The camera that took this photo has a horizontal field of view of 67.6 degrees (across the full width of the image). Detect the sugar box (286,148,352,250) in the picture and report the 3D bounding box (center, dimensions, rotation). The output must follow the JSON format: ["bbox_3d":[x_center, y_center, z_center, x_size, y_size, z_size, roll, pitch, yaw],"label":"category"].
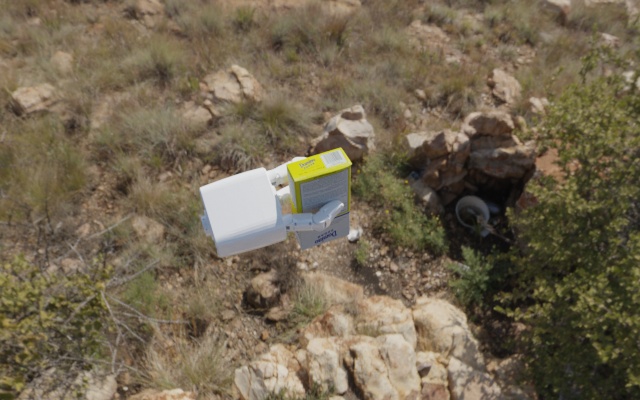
[{"bbox_3d":[0.000,0.002,0.771,0.093,0.048,0.176,-17,-37,-13],"label":"sugar box"}]
